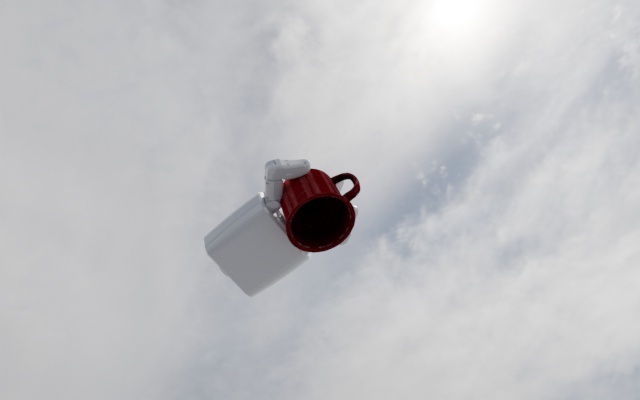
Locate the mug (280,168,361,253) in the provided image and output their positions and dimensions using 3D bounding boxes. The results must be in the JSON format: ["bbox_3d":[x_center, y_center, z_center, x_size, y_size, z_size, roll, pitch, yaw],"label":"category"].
[{"bbox_3d":[0.001,0.001,0.641,0.117,0.093,0.081,-36,36,7],"label":"mug"}]
